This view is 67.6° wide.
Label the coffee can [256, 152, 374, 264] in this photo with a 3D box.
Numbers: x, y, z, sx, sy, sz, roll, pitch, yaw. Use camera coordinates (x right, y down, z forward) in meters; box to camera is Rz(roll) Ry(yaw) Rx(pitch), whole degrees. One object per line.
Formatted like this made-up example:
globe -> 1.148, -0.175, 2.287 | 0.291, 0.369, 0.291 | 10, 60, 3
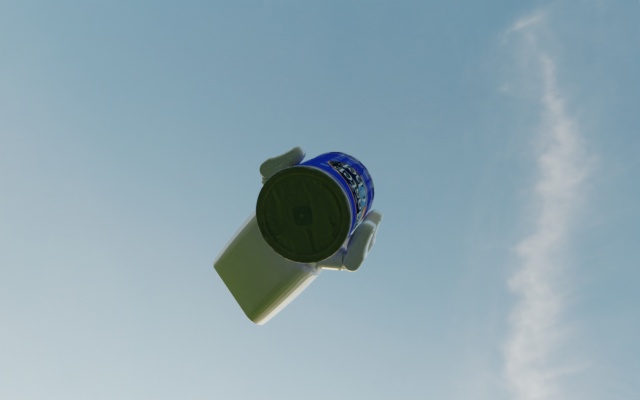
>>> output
coffee can -> 0.000, 0.002, 0.551 | 0.103, 0.103, 0.140 | 0, 12, 16
